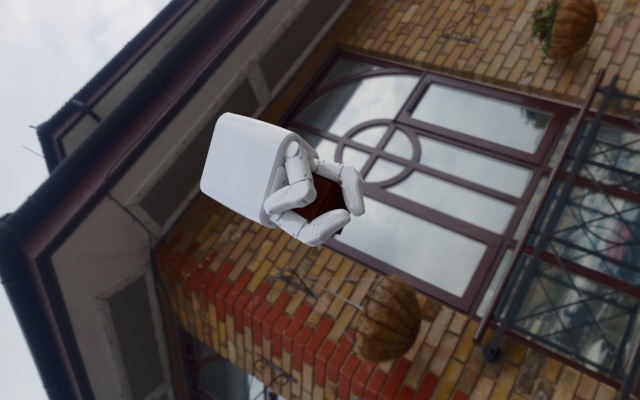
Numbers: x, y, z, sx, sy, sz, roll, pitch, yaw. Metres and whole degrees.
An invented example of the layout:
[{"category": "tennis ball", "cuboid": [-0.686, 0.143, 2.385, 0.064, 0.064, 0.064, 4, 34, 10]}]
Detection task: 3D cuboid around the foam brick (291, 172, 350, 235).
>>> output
[{"category": "foam brick", "cuboid": [0.000, 0.002, 0.576, 0.051, 0.053, 0.078, 23, -6, 28]}]
